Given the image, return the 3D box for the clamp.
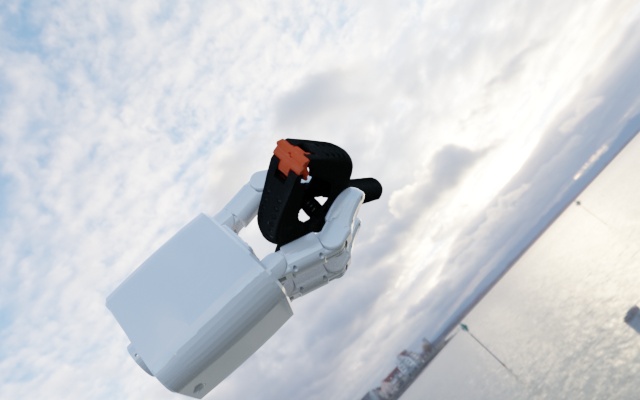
[{"bbox_3d":[-0.001,0.001,0.415,0.036,0.164,0.210,39,-18,20],"label":"clamp"}]
